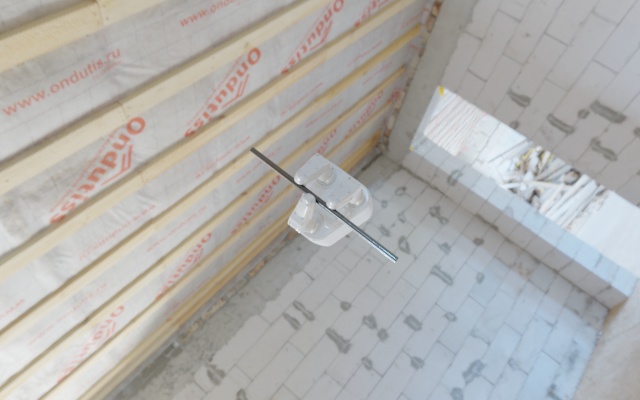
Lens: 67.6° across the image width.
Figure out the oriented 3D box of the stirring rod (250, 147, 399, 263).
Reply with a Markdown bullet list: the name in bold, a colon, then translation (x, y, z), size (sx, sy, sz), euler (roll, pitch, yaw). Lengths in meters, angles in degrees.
- **stirring rod**: translation (0.000, 0.002, 0.610), size (0.239, 0.011, 0.011), euler (37, 11, 15)
